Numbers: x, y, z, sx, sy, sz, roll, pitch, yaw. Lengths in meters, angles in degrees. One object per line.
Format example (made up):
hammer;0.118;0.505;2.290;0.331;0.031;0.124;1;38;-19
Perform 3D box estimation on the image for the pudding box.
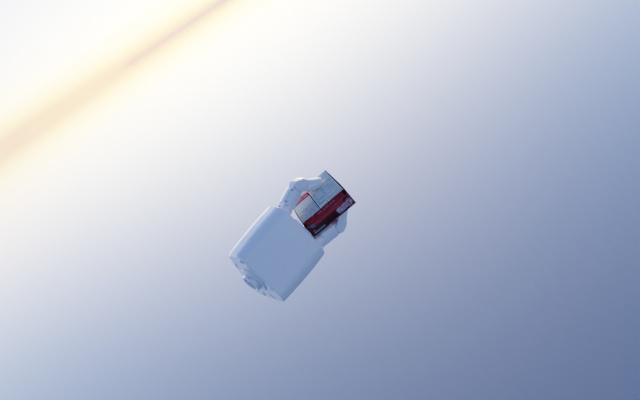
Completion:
pudding box;0.000;0.003;0.809;0.090;0.039;0.113;-39;27;1
